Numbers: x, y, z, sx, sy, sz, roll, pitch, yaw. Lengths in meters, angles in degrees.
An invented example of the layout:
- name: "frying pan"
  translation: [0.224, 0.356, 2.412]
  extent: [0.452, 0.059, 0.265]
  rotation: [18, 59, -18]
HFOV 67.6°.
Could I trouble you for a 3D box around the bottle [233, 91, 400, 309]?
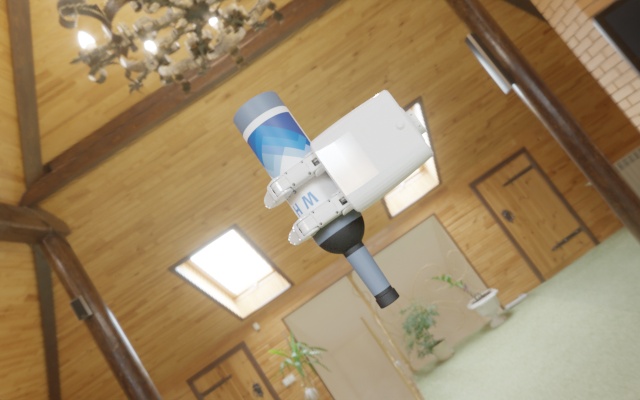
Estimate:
- name: "bottle"
  translation: [0.000, 0.002, 0.587]
  extent: [0.069, 0.295, 0.069]
  rotation: [-34, -8, -5]
